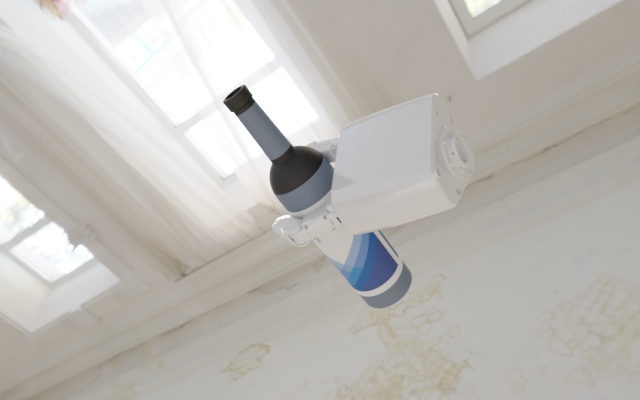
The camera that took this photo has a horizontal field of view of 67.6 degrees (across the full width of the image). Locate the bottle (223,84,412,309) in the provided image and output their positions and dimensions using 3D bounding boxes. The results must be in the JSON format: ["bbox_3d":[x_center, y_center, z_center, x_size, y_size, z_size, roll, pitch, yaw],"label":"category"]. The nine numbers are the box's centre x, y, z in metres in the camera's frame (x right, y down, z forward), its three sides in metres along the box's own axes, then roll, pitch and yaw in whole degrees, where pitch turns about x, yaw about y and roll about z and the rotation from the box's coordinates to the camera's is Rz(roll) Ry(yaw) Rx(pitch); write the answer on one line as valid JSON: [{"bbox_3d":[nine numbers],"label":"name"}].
[{"bbox_3d":[0.000,0.002,0.516,0.069,0.069,0.296,0,-44,51],"label":"bottle"}]
